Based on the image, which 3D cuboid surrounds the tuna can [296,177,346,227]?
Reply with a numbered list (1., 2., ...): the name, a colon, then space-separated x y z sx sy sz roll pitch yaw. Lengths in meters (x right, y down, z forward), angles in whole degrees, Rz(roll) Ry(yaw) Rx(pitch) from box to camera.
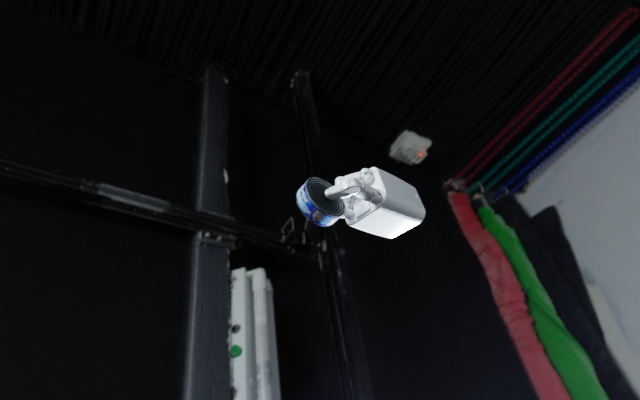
1. tuna can: 0.000 0.003 0.827 0.086 0.086 0.034 0 -37 -49
